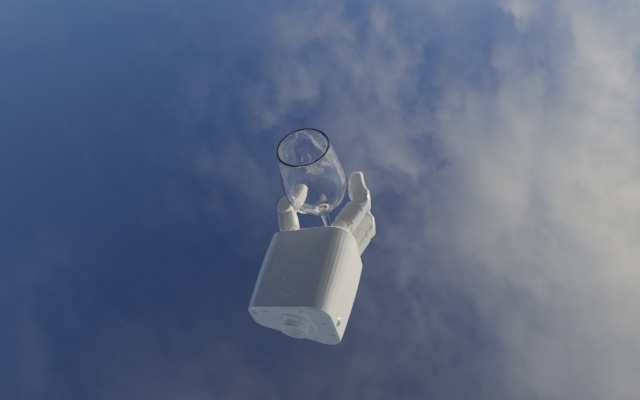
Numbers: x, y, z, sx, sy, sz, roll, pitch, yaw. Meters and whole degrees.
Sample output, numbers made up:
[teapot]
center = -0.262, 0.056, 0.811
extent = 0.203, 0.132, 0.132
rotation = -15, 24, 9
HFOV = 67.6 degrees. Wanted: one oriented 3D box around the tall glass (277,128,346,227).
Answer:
[tall glass]
center = 0.000, 0.002, 0.613
extent = 0.079, 0.079, 0.201
rotation = 0, -39, 15
